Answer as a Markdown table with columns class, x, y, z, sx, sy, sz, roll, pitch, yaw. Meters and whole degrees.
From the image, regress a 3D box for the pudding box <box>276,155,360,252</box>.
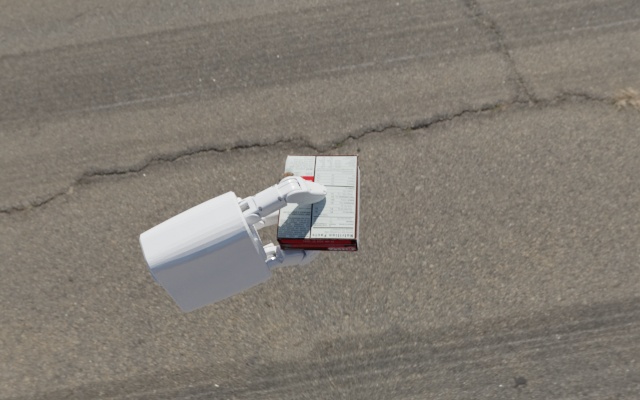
| class | x | y | z | sx | sy | sz | roll | pitch | yaw |
| --- | --- | --- | --- | --- | --- | --- | --- | --- | --- |
| pudding box | 0.000 | 0.002 | 0.551 | 0.090 | 0.113 | 0.039 | 1 | -25 | 6 |
